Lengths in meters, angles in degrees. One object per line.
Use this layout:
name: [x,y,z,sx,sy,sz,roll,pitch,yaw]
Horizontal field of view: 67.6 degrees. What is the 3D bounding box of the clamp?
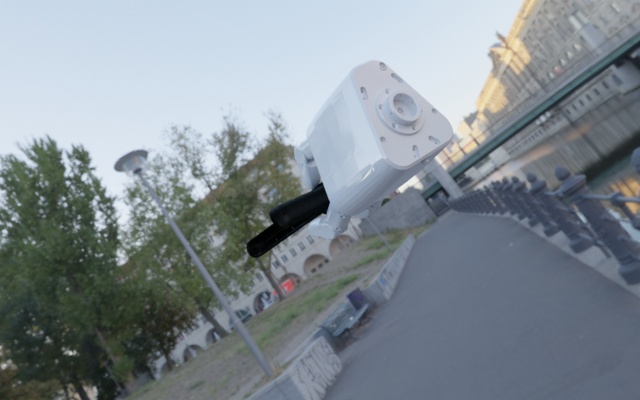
clamp: [0.000,0.001,0.596,0.210,0.036,0.165,-31,-5,-31]
